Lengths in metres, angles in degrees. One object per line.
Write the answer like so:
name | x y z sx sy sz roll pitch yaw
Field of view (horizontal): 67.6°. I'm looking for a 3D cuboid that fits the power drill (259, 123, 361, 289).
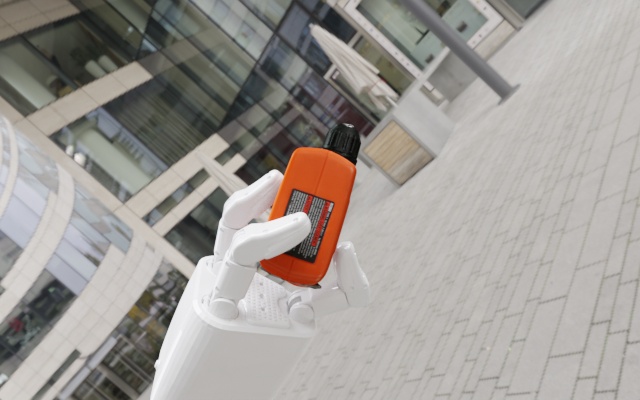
power drill | 0.000 0.002 0.453 0.057 0.184 0.187 16 -2 5
